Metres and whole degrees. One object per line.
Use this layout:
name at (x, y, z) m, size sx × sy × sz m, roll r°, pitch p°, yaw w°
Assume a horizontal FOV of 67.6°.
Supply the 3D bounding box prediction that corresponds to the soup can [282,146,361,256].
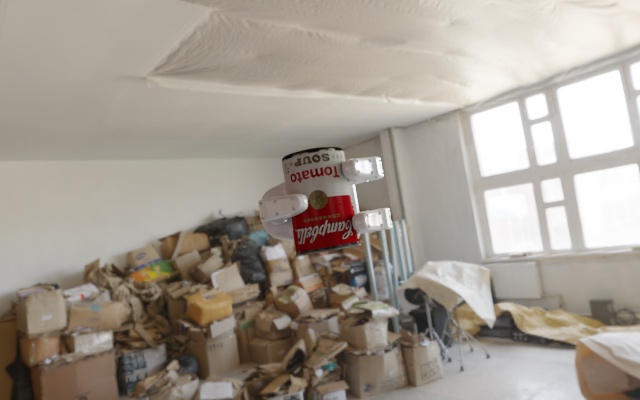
soup can at (0.000, 0.001, 0.494) m, size 0.068 × 0.102 × 0.068 m, roll -9°, pitch -5°, yaw -1°
